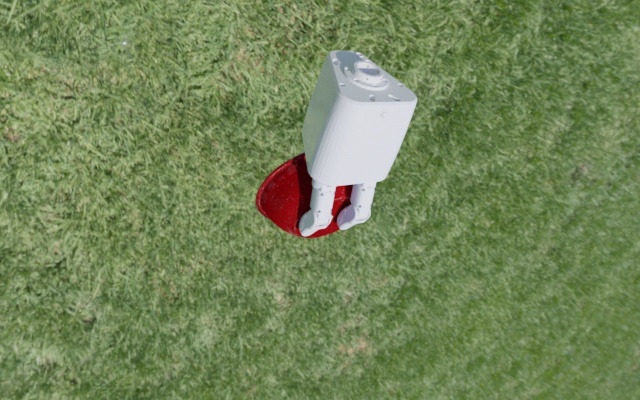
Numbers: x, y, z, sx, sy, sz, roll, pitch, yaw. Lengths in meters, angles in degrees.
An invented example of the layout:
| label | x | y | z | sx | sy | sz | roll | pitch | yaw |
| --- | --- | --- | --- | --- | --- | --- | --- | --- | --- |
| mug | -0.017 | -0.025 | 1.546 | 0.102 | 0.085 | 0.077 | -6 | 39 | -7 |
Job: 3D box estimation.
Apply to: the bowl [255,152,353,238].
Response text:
| label | x | y | z | sx | sy | sz | roll | pitch | yaw |
| --- | --- | --- | --- | --- | --- | --- | --- | --- | --- |
| bowl | 0.000 | 0.003 | 0.624 | 0.162 | 0.055 | 0.162 | -18 | -29 | -10 |
